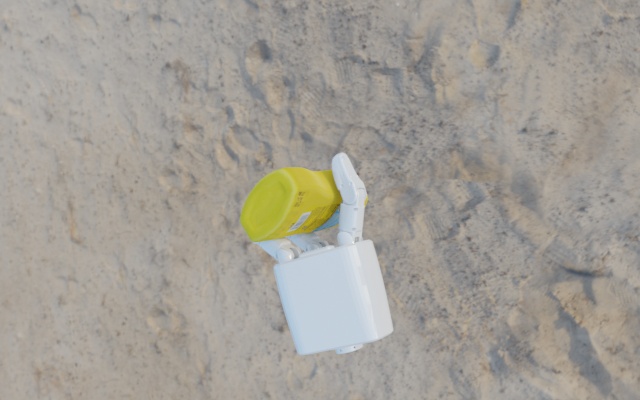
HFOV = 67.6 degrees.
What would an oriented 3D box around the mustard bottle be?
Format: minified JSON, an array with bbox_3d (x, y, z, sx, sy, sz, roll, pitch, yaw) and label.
[{"bbox_3d":[0.000,0.002,0.580,0.191,0.058,0.096,-4,-38,-52],"label":"mustard bottle"}]
